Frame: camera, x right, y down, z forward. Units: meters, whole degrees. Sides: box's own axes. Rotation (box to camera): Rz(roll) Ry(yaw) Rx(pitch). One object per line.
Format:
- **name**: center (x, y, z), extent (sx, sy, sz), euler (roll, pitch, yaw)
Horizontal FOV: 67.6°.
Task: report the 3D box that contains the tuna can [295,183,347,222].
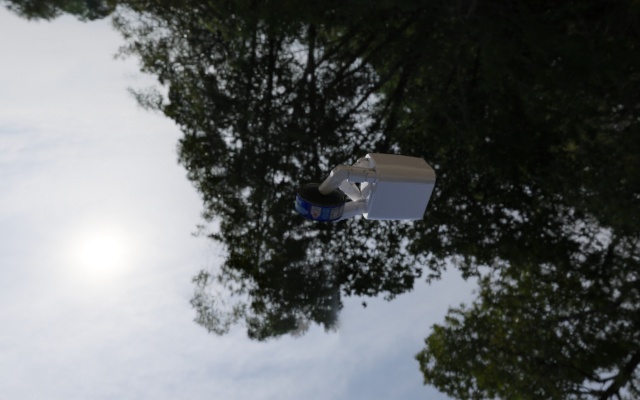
- **tuna can**: center (0.000, 0.003, 0.817), extent (0.086, 0.034, 0.086), euler (8, 26, -4)
